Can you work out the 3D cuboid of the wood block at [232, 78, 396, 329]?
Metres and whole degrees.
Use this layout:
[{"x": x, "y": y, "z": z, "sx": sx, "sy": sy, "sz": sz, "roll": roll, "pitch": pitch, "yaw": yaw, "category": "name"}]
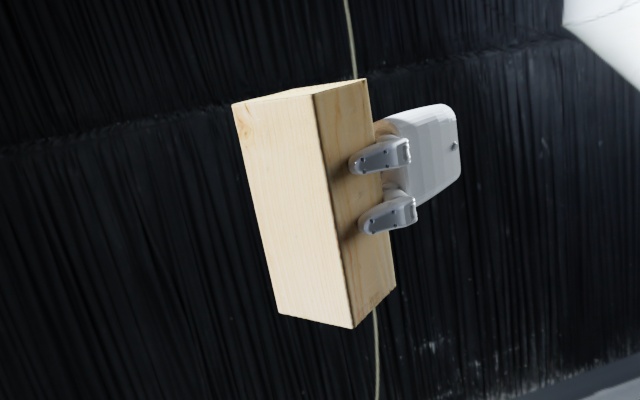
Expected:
[{"x": 0.000, "y": 0.001, "z": 0.448, "sx": 0.091, "sy": 0.206, "sz": 0.090, "roll": 2, "pitch": 21, "yaw": 37, "category": "wood block"}]
